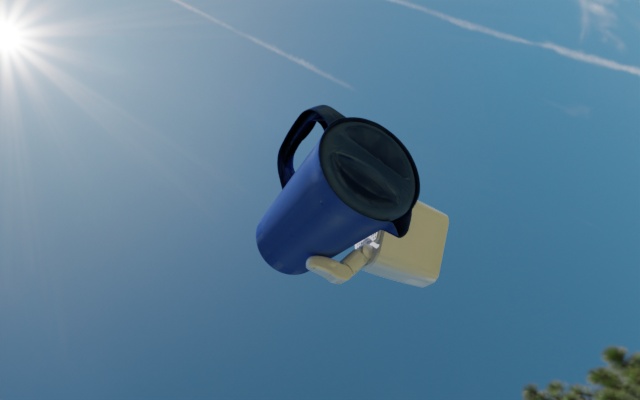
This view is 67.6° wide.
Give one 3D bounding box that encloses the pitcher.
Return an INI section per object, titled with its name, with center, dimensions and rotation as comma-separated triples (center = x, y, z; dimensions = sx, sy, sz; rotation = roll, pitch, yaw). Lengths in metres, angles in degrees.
[pitcher]
center = 0.000, 0.002, 0.622
dimensions = 0.145, 0.149, 0.243
rotation = 20, -34, -20
